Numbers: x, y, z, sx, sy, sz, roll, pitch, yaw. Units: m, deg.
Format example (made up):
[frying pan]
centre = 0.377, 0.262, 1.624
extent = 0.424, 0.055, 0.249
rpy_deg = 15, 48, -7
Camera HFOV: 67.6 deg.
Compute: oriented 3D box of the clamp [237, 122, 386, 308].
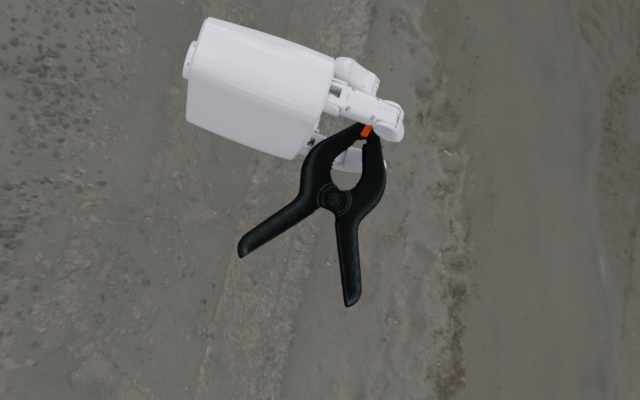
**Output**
[clamp]
centre = 0.000, 0.001, 0.436
extent = 0.120, 0.171, 0.039
rpy_deg = 17, -5, -11
